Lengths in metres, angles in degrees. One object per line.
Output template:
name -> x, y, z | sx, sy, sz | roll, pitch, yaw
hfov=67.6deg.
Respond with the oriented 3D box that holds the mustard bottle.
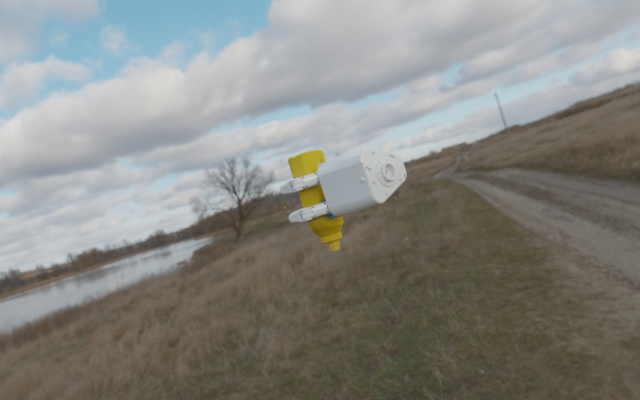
mustard bottle -> 0.000, 0.003, 0.897 | 0.058, 0.191, 0.096 | -17, 1, 23
